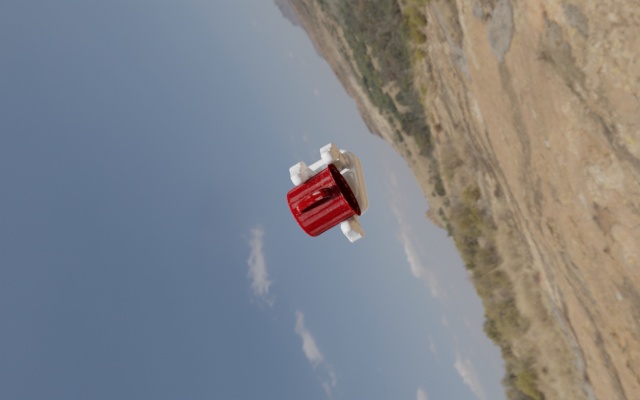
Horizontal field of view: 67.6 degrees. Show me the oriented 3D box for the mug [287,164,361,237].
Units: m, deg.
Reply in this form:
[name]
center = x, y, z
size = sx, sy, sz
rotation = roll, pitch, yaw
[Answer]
[mug]
center = 0.000, 0.003, 0.707
size = 0.081, 0.093, 0.117
rotation = -31, -7, 13
